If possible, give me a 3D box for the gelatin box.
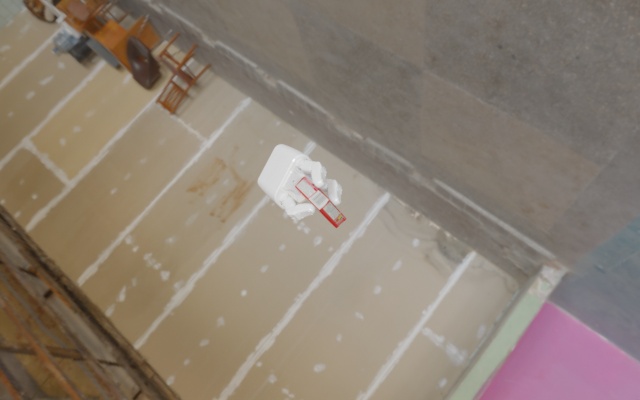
[{"bbox_3d":[0.000,0.003,0.887,0.089,0.030,0.073,44,-3,42],"label":"gelatin box"}]
